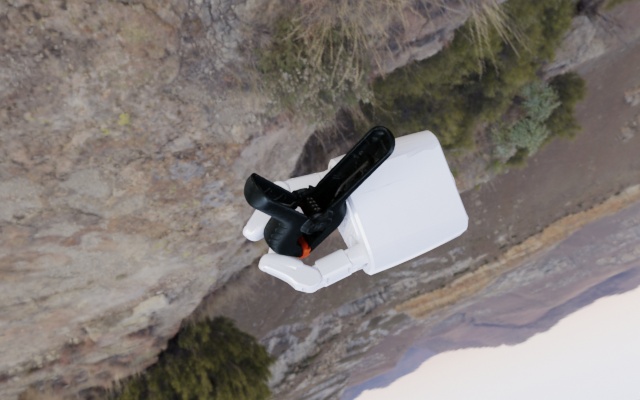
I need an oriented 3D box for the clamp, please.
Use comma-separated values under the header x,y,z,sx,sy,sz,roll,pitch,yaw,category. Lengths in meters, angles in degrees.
x,y,z,sx,sy,sz,roll,pitch,yaw,category
0.000,0.002,0.401,0.120,0.039,0.171,-21,-19,-11,clamp
